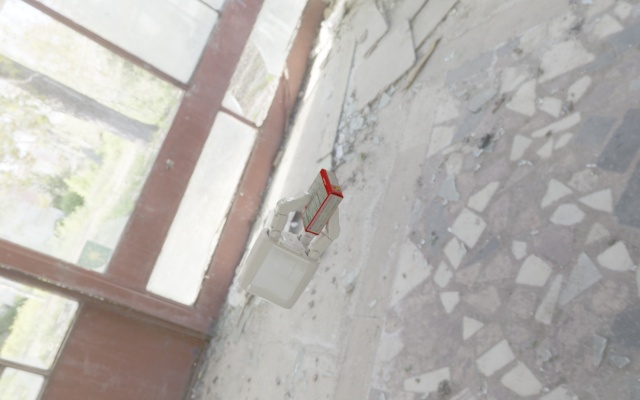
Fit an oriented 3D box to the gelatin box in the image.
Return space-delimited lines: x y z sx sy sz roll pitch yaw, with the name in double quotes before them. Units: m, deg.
"gelatin box" 0.000 0.002 0.803 0.030 0.089 0.073 19 30 -24
